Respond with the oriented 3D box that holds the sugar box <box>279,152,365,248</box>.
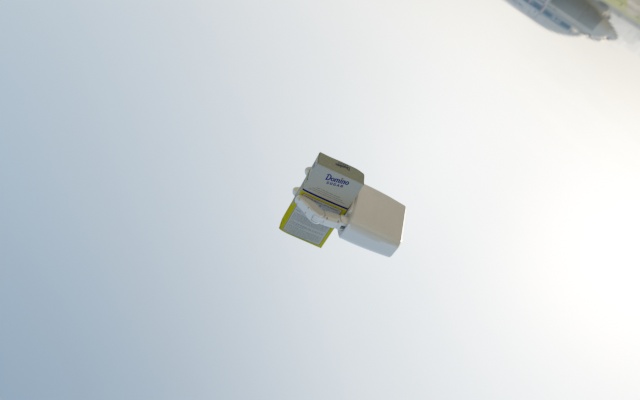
[{"bbox_3d":[0.000,0.003,0.876,0.093,0.176,0.048,24,35,-11],"label":"sugar box"}]
